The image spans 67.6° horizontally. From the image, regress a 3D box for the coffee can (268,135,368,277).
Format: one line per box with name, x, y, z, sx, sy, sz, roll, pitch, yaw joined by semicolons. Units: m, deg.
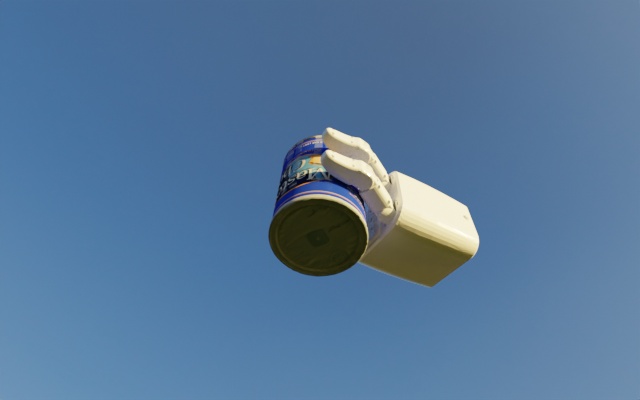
coffee can;0.000;0.002;0.546;0.103;0.103;0.140;0;33;3
